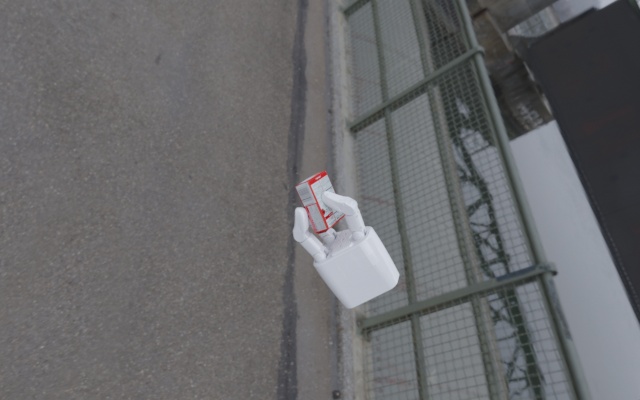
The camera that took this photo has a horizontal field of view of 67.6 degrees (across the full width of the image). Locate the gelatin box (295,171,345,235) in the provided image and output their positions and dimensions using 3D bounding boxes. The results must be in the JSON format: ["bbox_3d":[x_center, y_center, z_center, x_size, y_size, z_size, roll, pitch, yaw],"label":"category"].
[{"bbox_3d":[0.000,0.002,0.802,0.030,0.089,0.073,-19,9,29],"label":"gelatin box"}]
